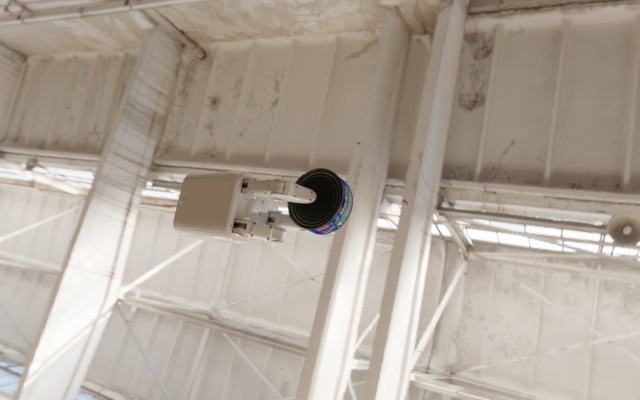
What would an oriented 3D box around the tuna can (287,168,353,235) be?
[{"bbox_3d":[0.000,0.002,0.642,0.086,0.086,0.034,0,-19,32],"label":"tuna can"}]
